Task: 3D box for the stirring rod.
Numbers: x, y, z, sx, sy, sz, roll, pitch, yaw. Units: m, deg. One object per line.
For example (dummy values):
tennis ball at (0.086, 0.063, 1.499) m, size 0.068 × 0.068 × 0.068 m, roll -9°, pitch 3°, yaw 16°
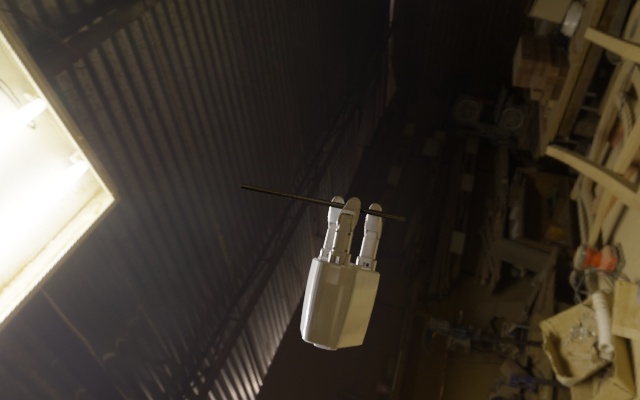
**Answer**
stirring rod at (0.000, 0.002, 0.670) m, size 0.239 × 0.011 × 0.011 m, roll 11°, pitch 3°, yaw 14°
